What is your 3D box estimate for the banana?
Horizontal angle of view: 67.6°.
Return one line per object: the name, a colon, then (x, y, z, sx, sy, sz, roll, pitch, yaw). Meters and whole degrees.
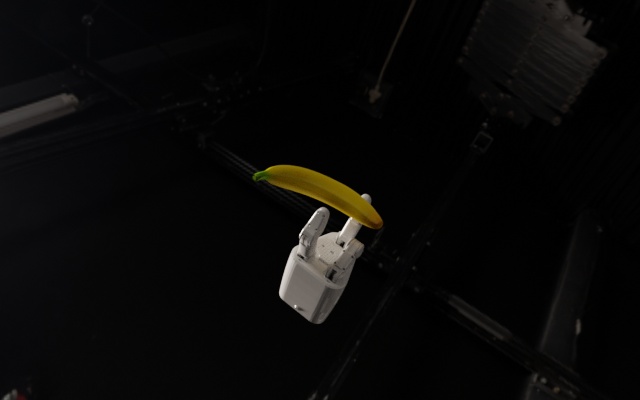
banana: (0.000, -0.010, 0.705, 0.198, 0.037, 0.069, 20, 40, -3)
